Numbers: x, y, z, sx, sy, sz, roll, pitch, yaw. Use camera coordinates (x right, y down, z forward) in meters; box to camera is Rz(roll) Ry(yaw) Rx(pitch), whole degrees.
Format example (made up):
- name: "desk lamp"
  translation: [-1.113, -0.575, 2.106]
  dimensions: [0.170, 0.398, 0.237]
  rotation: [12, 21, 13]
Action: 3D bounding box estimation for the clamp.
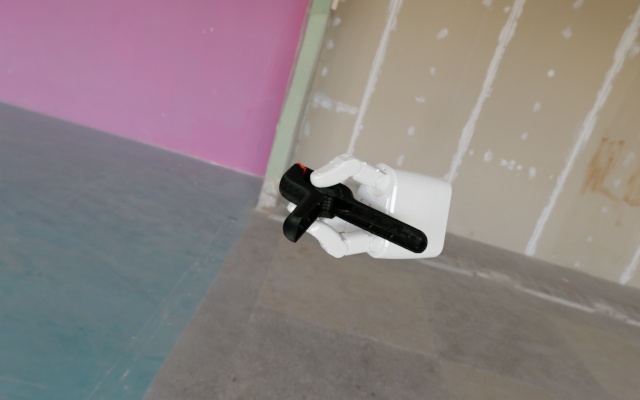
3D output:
- name: "clamp"
  translation: [0.000, 0.001, 0.546]
  dimensions: [0.164, 0.036, 0.210]
  rotation: [6, 20, -33]
